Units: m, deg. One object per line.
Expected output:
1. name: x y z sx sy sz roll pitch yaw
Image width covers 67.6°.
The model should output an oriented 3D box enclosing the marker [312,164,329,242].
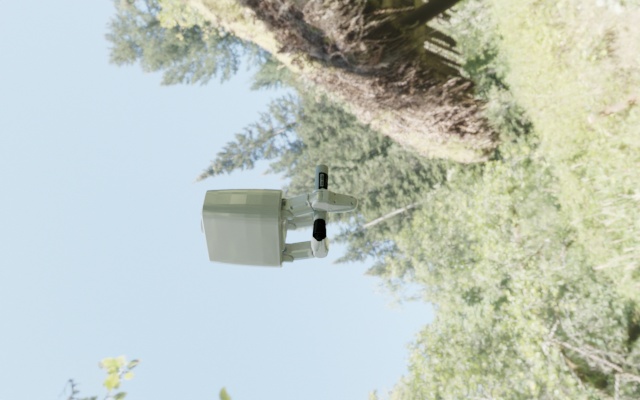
1. marker: 0.000 0.002 0.644 0.020 0.121 0.020 2 -37 1
